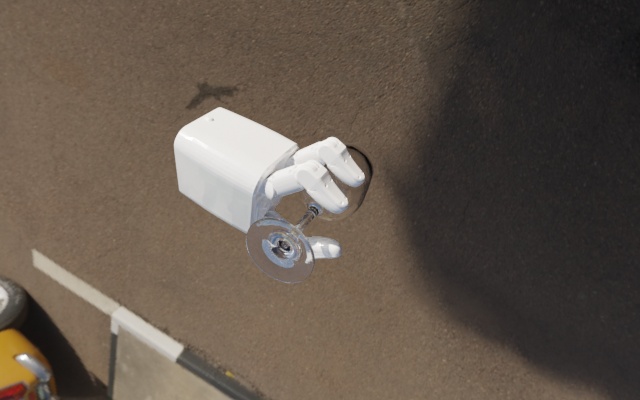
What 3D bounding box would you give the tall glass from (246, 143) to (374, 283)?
[{"bbox_3d":[0.000,0.002,0.534,0.079,0.079,0.201,0,28,27],"label":"tall glass"}]
